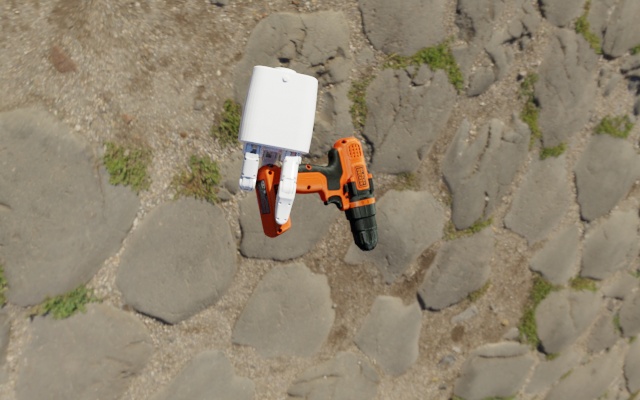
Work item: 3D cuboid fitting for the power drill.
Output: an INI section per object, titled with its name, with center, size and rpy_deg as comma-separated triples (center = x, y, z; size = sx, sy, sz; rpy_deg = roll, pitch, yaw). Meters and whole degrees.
[power drill]
center = 0.000, 0.002, 0.735
size = 0.187, 0.184, 0.057
rpy_deg = -11, -2, -30
